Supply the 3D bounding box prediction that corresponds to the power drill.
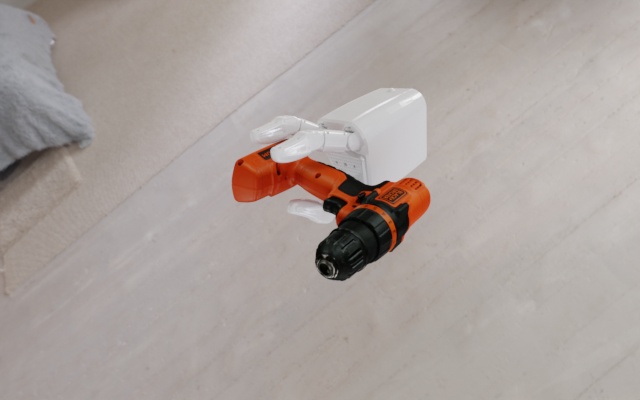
[{"bbox_3d":[0.000,0.001,0.497,0.187,0.057,0.184,25,32,26],"label":"power drill"}]
